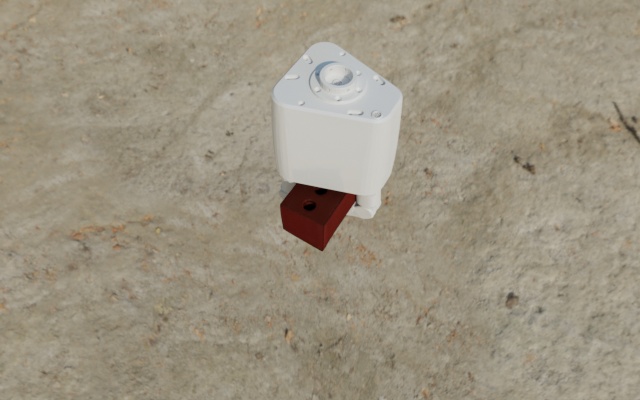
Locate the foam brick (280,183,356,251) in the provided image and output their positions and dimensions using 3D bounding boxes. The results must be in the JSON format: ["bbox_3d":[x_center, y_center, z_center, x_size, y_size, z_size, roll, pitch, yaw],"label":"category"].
[{"bbox_3d":[0.000,0.002,0.503,0.053,0.078,0.051,26,-29,16],"label":"foam brick"}]
